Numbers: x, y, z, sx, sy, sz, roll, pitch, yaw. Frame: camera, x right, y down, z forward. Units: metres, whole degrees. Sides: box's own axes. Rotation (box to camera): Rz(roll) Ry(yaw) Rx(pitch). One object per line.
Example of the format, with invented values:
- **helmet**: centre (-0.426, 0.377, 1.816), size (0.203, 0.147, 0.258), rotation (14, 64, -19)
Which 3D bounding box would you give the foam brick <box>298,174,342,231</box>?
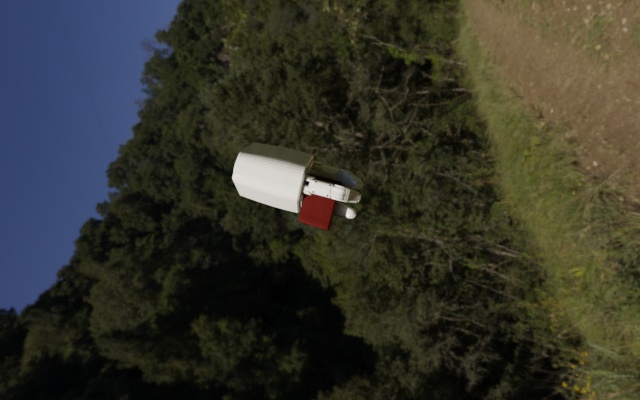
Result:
- **foam brick**: centre (0.000, 0.003, 0.753), size (0.051, 0.078, 0.053), rotation (14, 2, 3)
